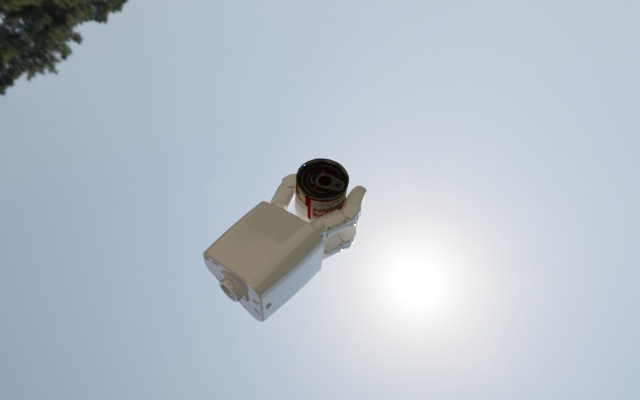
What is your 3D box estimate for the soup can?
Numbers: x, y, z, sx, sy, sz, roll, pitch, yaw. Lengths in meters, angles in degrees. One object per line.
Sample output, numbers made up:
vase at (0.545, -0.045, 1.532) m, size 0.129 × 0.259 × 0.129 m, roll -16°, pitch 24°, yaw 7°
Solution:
soup can at (0.000, 0.002, 0.642) m, size 0.068 × 0.068 × 0.102 m, roll 0°, pitch -37°, yaw -4°
